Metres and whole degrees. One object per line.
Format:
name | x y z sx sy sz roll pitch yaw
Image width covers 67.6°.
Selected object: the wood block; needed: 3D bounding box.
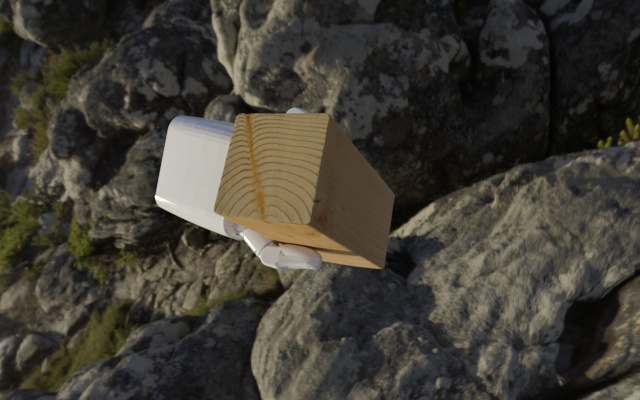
wood block | 0.000 0.002 0.465 0.090 0.090 0.206 5 -14 25
